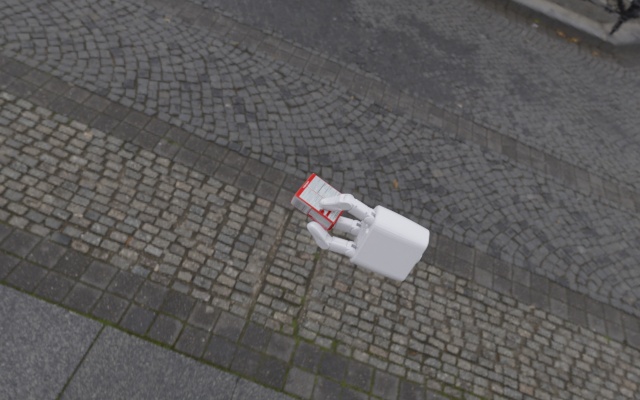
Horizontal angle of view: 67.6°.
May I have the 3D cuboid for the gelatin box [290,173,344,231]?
[{"bbox_3d":[0.000,0.002,0.872,0.073,0.089,0.030,-53,0,-43],"label":"gelatin box"}]
